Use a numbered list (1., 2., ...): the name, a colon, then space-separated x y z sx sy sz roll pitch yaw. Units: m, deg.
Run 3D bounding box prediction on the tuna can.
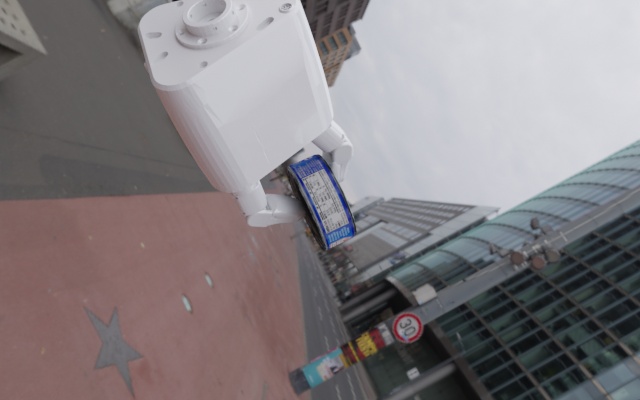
1. tuna can: 0.001 0.001 0.440 0.034 0.086 0.086 -25 3 -7
